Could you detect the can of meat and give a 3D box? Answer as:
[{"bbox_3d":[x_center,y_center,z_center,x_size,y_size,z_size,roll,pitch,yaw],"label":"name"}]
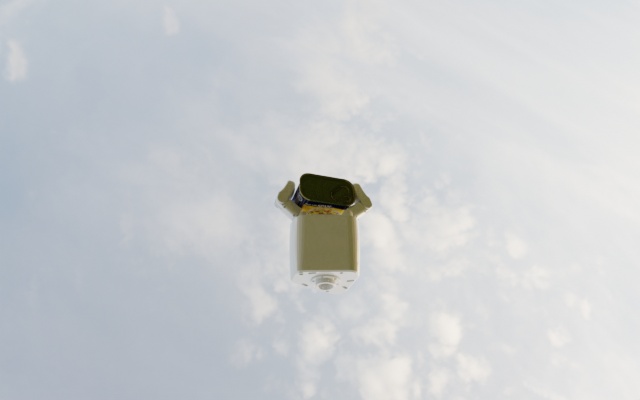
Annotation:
[{"bbox_3d":[0.000,0.003,0.858,0.102,0.057,0.084,8,-36,-16],"label":"can of meat"}]
